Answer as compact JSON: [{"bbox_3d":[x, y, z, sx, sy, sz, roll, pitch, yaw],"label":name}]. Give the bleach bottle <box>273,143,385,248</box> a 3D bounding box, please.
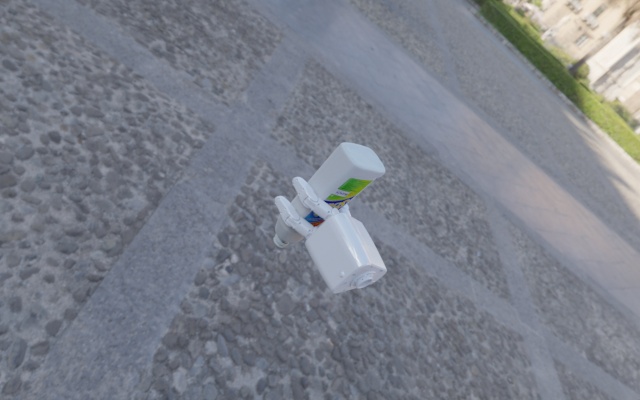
[{"bbox_3d":[0.000,0.003,0.884,0.102,0.068,0.251,5,-43,-48],"label":"bleach bottle"}]
